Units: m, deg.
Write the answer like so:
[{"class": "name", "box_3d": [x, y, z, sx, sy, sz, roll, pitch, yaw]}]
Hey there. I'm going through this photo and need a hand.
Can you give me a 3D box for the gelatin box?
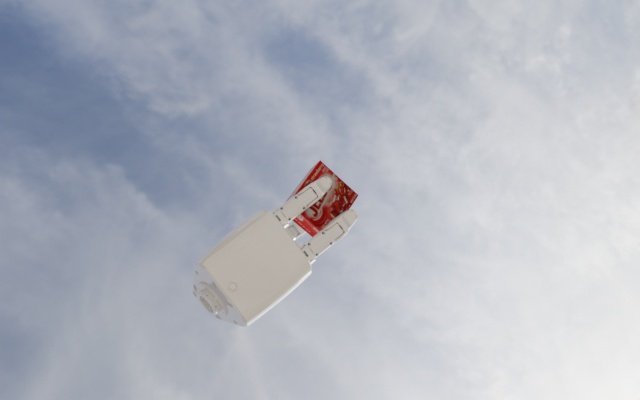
[{"class": "gelatin box", "box_3d": [0.000, 0.002, 0.637, 0.073, 0.089, 0.030, 42, -36, -9]}]
